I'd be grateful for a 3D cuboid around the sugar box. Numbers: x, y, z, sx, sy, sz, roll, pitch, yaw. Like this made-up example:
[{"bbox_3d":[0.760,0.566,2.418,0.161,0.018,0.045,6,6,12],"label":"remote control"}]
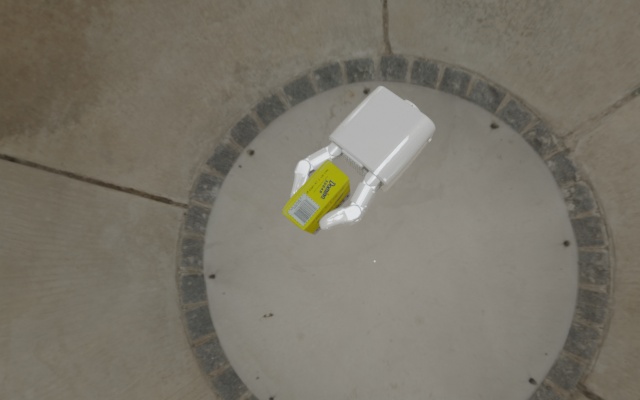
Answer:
[{"bbox_3d":[0.001,0.003,0.695,0.048,0.093,0.176,42,-1,10],"label":"sugar box"}]
